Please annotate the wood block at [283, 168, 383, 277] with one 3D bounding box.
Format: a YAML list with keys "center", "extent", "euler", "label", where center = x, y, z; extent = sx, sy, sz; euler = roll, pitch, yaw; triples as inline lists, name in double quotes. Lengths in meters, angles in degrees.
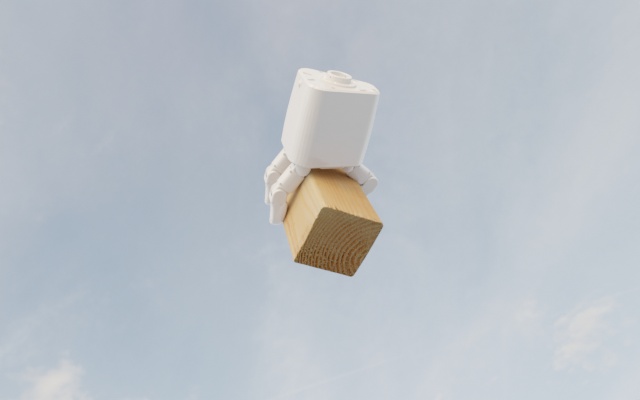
- center: [0.001, 0.002, 0.678]
  extent: [0.091, 0.090, 0.206]
  euler: [17, 25, -23]
  label: "wood block"
